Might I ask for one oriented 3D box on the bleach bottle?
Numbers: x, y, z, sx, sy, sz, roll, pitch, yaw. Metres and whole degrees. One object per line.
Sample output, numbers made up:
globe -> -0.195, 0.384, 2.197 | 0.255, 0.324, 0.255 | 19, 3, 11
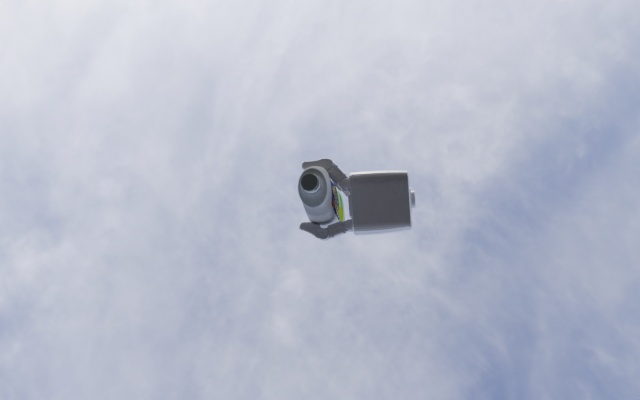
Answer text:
bleach bottle -> 0.000, 0.003, 0.878 | 0.068, 0.102, 0.251 | -5, -11, 7
